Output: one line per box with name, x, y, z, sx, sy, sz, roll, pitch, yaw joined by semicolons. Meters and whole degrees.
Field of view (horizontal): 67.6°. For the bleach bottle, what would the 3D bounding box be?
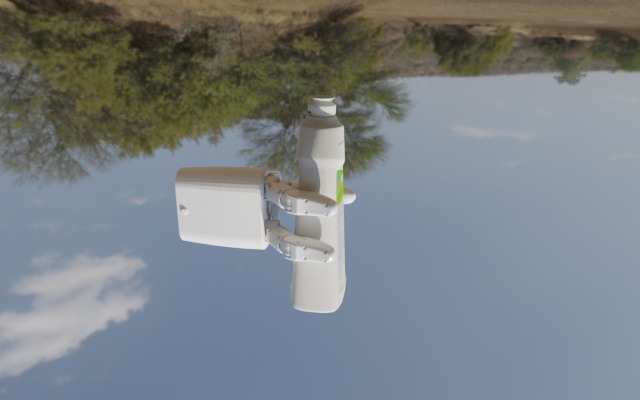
bleach bottle;0.000;0.002;0.570;0.068;0.251;0.102;3;20;5
